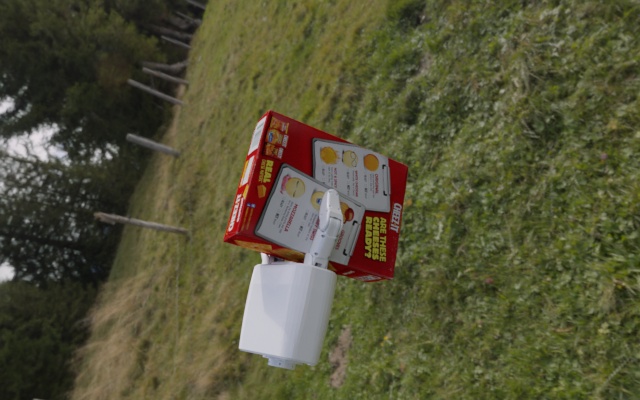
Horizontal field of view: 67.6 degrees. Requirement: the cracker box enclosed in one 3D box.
[{"bbox_3d":[0.000,0.002,0.622,0.214,0.164,0.072,19,-20,-22],"label":"cracker box"}]
